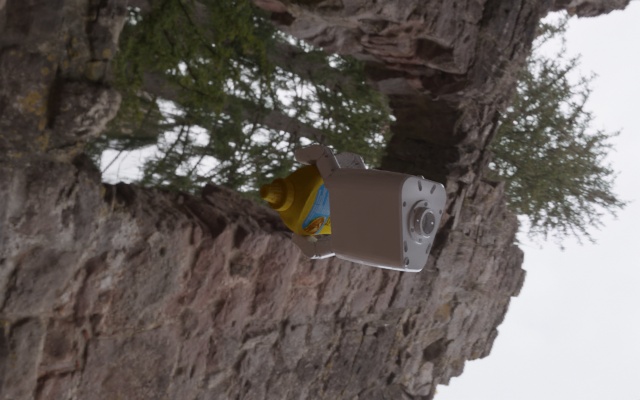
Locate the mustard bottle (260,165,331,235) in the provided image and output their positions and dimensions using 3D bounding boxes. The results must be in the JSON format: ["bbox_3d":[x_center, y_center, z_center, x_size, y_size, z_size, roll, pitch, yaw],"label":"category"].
[{"bbox_3d":[0.000,0.002,0.643,0.191,0.096,0.058,10,22,-43],"label":"mustard bottle"}]
